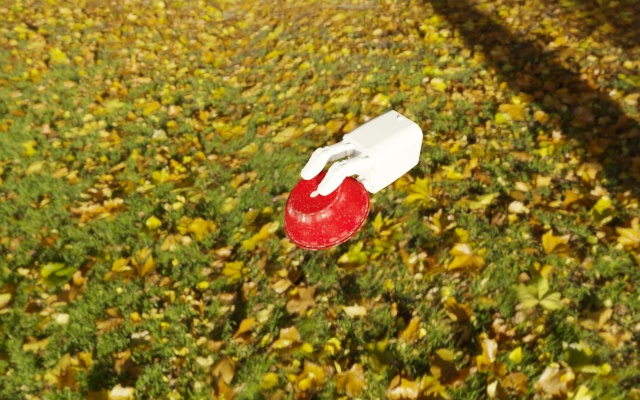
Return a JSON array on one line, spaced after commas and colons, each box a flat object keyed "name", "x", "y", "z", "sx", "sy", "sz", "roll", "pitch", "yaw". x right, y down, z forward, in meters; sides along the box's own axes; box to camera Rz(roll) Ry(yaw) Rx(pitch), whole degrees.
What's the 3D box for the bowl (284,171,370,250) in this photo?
[{"name": "bowl", "x": -0.001, "y": 0.003, "z": 0.815, "sx": 0.162, "sy": 0.162, "sz": 0.055, "roll": 0, "pitch": -37, "yaw": 27}]
